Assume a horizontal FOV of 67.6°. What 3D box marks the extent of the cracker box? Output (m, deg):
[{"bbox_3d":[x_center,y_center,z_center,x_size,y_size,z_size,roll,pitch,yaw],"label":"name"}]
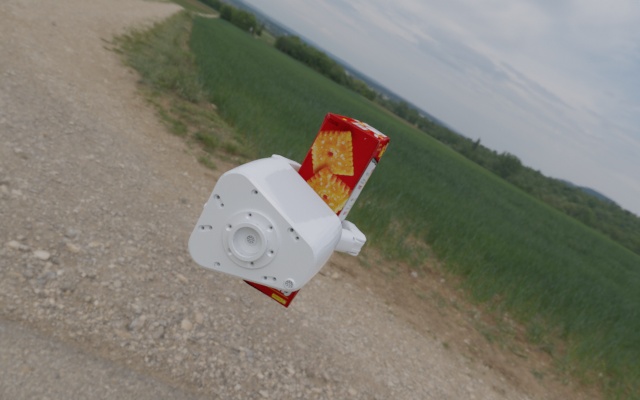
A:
[{"bbox_3d":[0.000,0.002,0.587,0.072,0.214,0.164,31,13,6],"label":"cracker box"}]
